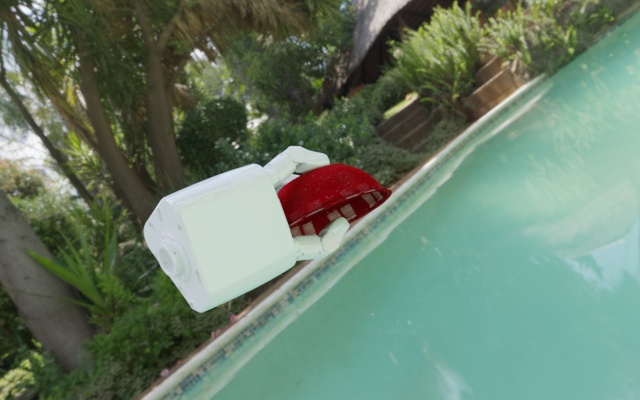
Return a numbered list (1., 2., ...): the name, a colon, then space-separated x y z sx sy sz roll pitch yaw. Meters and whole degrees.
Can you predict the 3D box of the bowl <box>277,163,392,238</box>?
1. bowl: 0.001 0.001 0.565 0.162 0.055 0.162 -23 -13 -6
